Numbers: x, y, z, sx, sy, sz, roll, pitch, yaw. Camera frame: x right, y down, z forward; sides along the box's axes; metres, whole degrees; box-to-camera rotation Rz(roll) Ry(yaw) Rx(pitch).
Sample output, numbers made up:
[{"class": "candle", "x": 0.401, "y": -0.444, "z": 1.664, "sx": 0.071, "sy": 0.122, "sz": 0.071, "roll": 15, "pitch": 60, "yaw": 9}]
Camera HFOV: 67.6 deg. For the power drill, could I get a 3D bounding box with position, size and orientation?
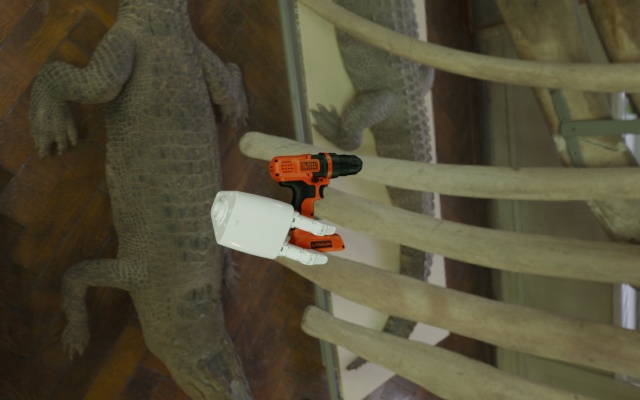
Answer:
[{"class": "power drill", "x": 0.000, "y": 0.003, "z": 0.899, "sx": 0.184, "sy": 0.187, "sz": 0.057, "roll": -4, "pitch": -3, "yaw": -20}]
